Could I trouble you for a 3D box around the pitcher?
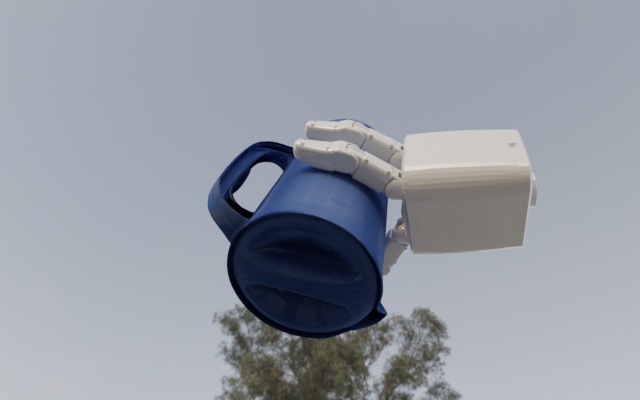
[{"bbox_3d":[0.000,0.002,0.486,0.145,0.149,0.242,-4,30,15],"label":"pitcher"}]
